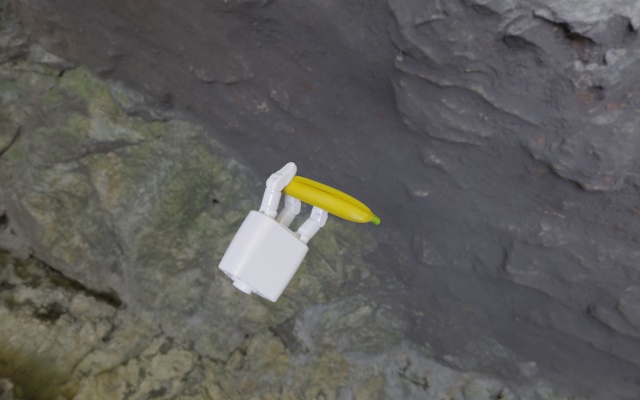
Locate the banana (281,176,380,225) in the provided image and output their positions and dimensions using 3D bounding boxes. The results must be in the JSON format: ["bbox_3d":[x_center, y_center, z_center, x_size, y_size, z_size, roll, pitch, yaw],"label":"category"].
[{"bbox_3d":[0.001,-0.003,0.779,0.198,0.037,0.070,24,-16,14],"label":"banana"}]
